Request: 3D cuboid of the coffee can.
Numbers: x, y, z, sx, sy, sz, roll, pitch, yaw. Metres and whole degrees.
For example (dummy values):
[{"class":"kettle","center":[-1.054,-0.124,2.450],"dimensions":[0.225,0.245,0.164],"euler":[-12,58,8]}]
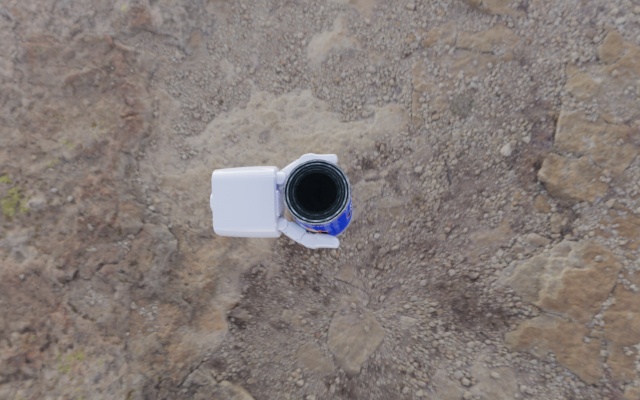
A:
[{"class":"coffee can","center":[0.000,0.003,0.778],"dimensions":[0.103,0.102,0.140],"euler":[0,-13,5]}]
